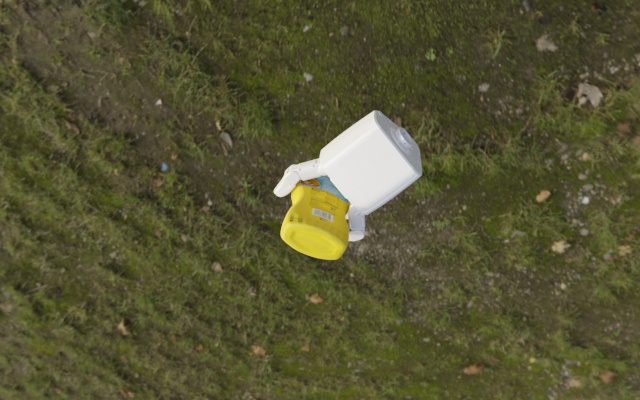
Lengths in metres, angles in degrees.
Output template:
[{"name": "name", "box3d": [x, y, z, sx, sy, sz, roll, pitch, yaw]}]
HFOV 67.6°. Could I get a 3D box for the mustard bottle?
[{"name": "mustard bottle", "box3d": [0.000, 0.003, 0.744, 0.096, 0.058, 0.191, 20, 37, -8]}]
